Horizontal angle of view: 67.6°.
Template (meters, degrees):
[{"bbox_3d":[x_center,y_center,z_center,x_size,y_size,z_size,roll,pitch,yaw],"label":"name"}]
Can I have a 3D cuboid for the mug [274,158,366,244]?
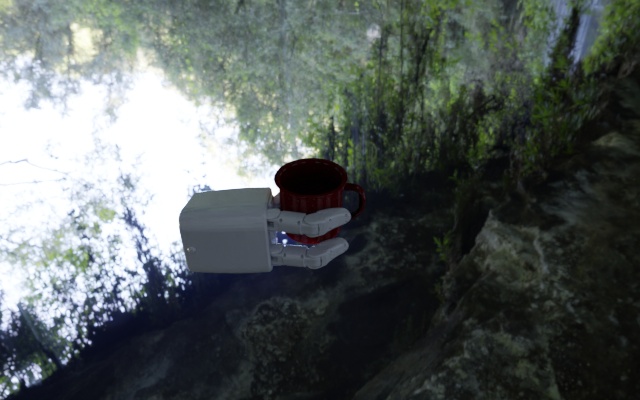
[{"bbox_3d":[0.002,0.002,0.625,0.117,0.082,0.093,-1,35,0],"label":"mug"}]
